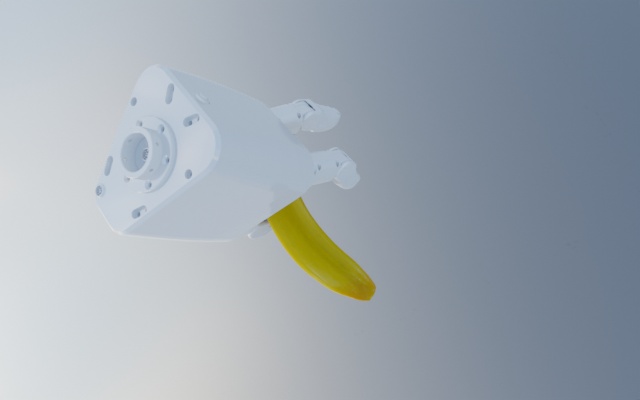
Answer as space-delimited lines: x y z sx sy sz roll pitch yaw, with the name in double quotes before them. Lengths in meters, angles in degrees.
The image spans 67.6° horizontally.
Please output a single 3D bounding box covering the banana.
"banana" -0.017 0.006 0.431 0.069 0.197 0.037 -27 -19 16
